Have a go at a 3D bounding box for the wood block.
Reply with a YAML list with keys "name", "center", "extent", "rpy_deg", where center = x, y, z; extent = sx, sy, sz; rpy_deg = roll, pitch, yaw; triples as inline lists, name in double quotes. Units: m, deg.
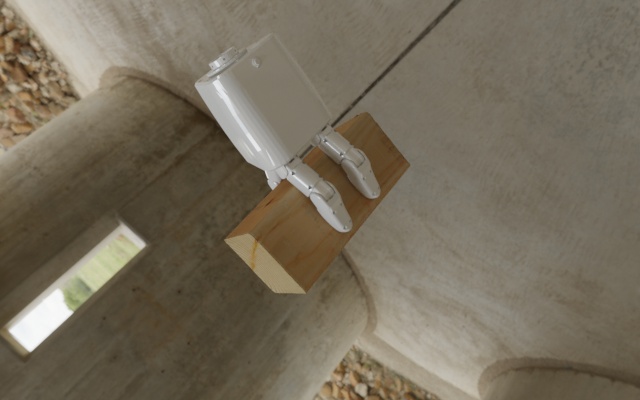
- name: "wood block"
  center: [0.000, 0.002, 0.560]
  extent: [0.206, 0.090, 0.091]
  rpy_deg: [-48, 14, -26]
